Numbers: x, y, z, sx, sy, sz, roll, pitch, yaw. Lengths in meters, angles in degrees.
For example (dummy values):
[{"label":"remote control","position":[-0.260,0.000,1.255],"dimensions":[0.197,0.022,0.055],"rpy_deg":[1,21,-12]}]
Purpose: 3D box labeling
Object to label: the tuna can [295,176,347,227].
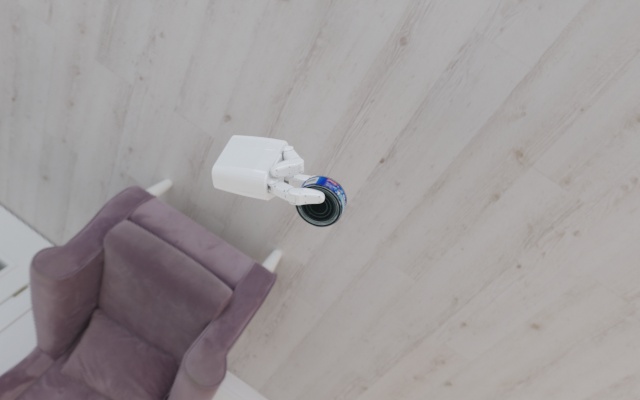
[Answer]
[{"label":"tuna can","position":[0.000,0.003,0.821],"dimensions":[0.086,0.086,0.033],"rpy_deg":[0,29,18]}]
